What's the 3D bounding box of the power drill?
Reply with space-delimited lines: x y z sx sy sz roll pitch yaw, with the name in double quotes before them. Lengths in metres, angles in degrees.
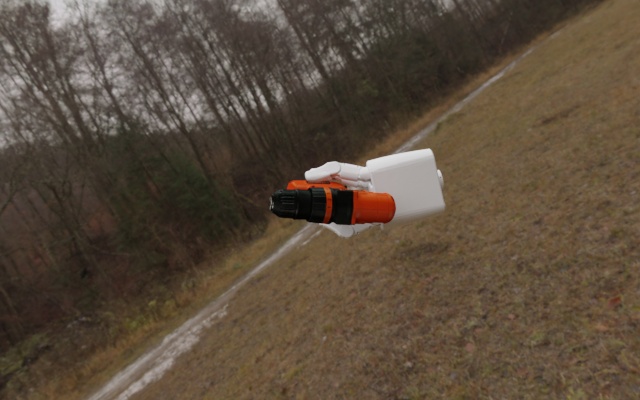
"power drill" 0.000 0.002 0.741 0.184 0.057 0.187 5 6 -16
